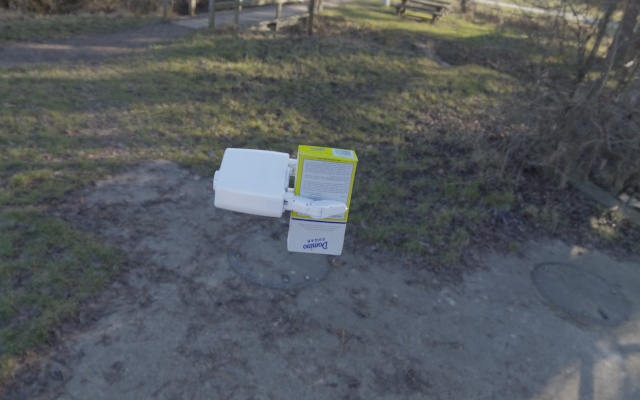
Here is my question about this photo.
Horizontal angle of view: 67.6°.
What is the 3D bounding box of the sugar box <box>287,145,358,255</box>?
[{"bbox_3d":[0.000,0.002,0.780,0.093,0.176,0.048,6,28,-7],"label":"sugar box"}]
